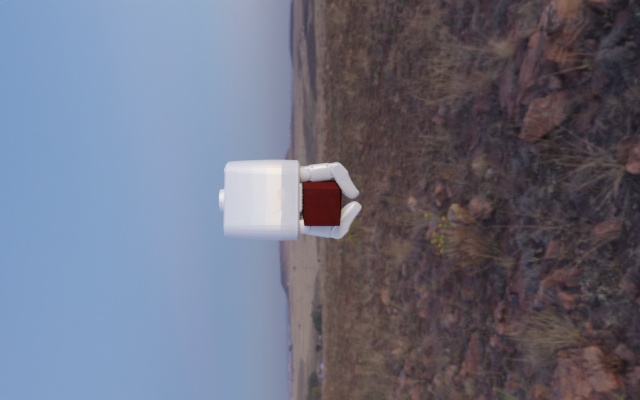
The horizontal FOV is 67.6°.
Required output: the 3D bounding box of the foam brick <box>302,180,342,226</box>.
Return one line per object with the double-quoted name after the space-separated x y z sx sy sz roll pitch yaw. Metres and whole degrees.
0.000 0.002 0.675 0.051 0.053 0.078 1 11 -4 "foam brick"
